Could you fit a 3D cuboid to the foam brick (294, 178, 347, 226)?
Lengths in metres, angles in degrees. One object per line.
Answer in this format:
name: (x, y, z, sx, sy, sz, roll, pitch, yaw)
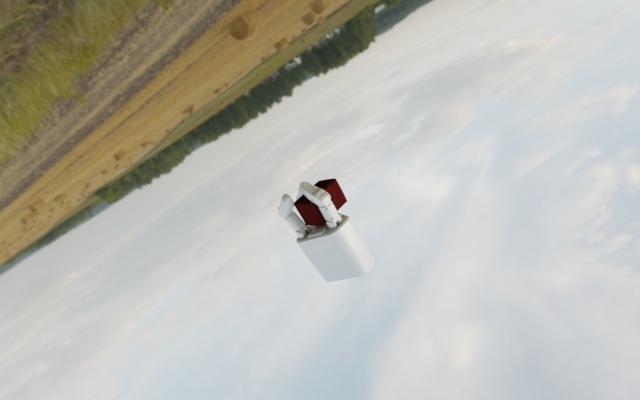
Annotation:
foam brick: (0.000, 0.003, 0.879, 0.078, 0.051, 0.053, -42, 21, -29)
